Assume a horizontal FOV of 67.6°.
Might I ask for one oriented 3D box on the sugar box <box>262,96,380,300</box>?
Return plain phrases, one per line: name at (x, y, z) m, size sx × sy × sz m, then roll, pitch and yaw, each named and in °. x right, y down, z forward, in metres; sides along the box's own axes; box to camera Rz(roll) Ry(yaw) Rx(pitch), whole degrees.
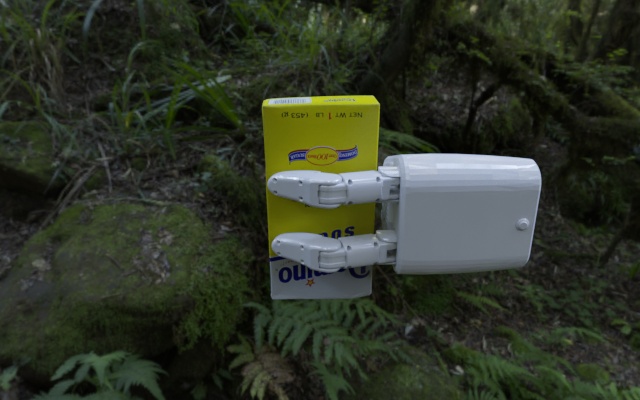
sugar box at (0.000, 0.001, 0.412) m, size 0.093 × 0.176 × 0.048 m, roll -2°, pitch 20°, yaw -1°
